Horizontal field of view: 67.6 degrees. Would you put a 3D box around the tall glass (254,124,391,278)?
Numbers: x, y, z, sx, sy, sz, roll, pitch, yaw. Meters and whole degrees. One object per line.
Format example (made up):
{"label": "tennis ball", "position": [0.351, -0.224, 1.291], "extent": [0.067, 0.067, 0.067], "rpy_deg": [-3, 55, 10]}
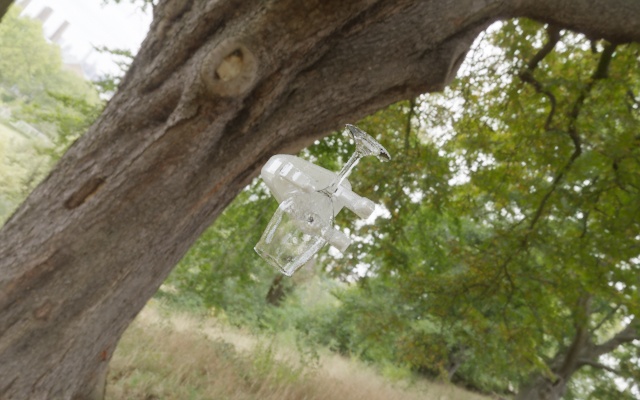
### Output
{"label": "tall glass", "position": [0.001, 0.001, 0.618], "extent": [0.079, 0.201, 0.079], "rpy_deg": [38, -4, 3]}
